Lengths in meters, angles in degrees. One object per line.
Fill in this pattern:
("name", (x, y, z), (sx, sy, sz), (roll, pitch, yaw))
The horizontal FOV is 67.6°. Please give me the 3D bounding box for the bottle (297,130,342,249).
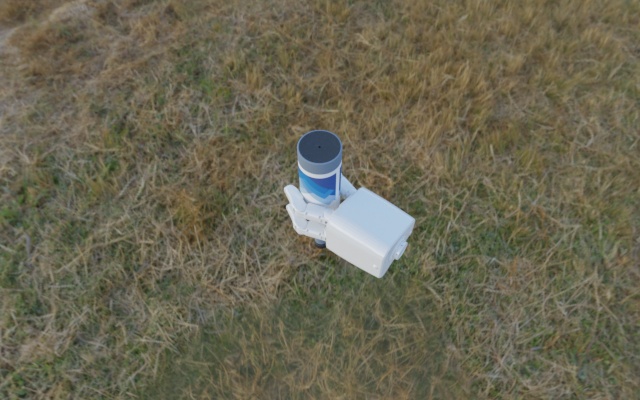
("bottle", (0.000, 0.002, 0.820), (0.069, 0.069, 0.296), (0, -34, 1))
